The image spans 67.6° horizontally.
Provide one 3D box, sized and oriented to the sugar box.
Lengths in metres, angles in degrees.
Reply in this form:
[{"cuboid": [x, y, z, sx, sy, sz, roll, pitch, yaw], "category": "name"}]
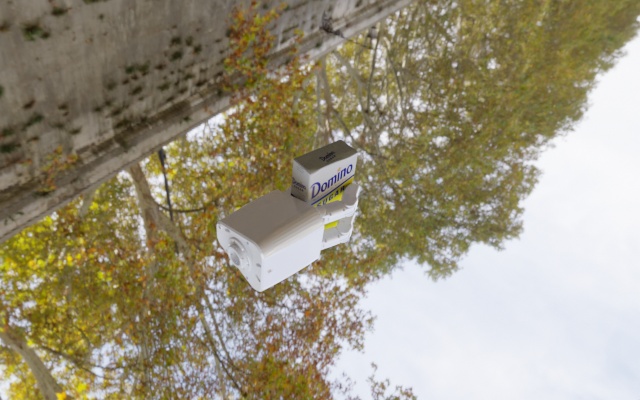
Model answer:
[{"cuboid": [0.000, 0.003, 0.722, 0.093, 0.176, 0.048, -27, 53, -33], "category": "sugar box"}]
